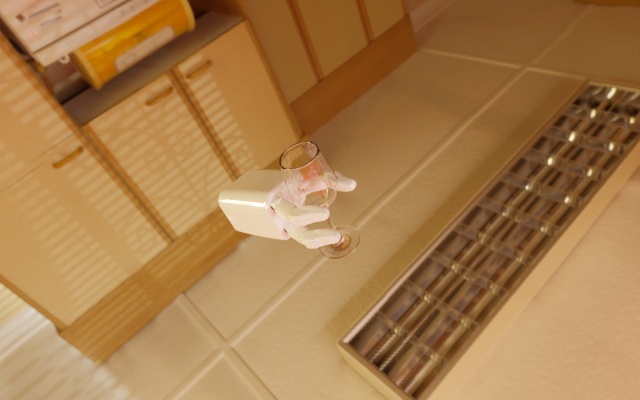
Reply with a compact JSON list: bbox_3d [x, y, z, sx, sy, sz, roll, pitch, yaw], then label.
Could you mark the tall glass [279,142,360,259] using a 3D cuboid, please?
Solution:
[{"bbox_3d":[0.000,0.003,0.760,0.079,0.079,0.201,0,-44,26],"label":"tall glass"}]
